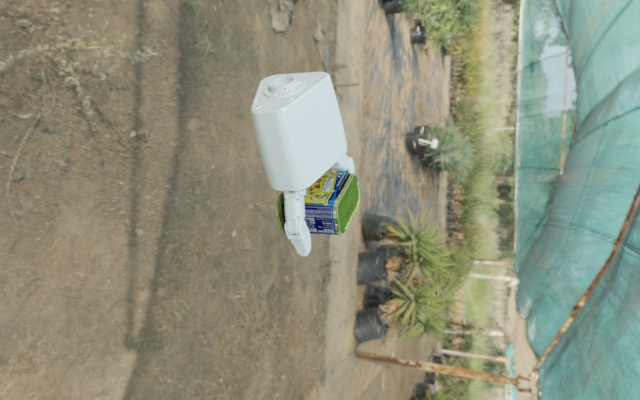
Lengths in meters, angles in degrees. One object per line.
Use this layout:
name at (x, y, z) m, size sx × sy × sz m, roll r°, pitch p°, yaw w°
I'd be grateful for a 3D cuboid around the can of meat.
can of meat at (0.000, 0.002, 0.641) m, size 0.084 × 0.057 × 0.102 m, roll 2°, pitch 34°, yaw 22°
